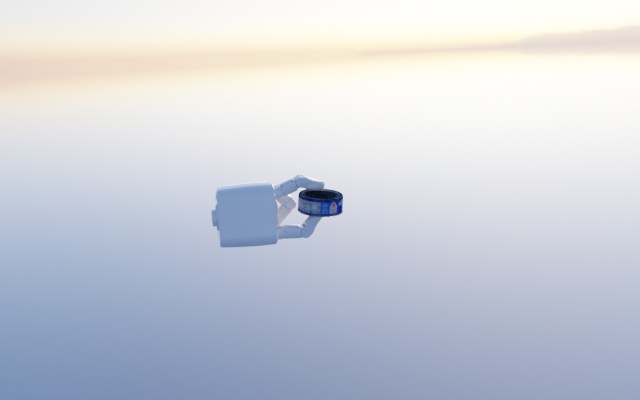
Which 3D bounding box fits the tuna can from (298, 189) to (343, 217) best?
[{"bbox_3d":[0.000,0.002,0.895,0.086,0.034,0.086,3,15,-1],"label":"tuna can"}]
